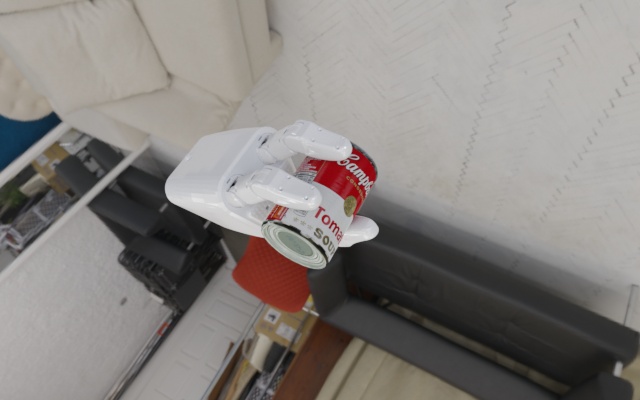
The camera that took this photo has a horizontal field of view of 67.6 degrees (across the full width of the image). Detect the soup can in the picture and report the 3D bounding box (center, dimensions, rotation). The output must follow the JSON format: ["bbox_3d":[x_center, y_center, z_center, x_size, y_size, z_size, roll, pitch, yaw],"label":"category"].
[{"bbox_3d":[0.000,0.002,0.430,0.068,0.102,0.068,25,-27,14],"label":"soup can"}]
